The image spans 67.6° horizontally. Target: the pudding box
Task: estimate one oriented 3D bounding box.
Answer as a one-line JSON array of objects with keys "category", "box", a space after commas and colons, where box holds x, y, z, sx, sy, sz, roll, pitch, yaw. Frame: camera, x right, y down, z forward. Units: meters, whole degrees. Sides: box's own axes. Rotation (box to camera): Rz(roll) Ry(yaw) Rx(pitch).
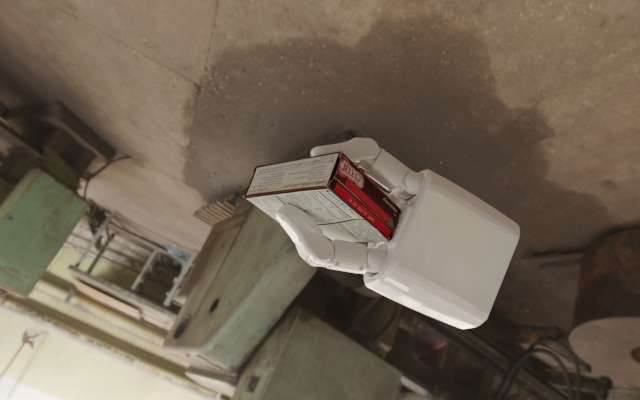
[{"category": "pudding box", "box": [0.000, 0.002, 0.424, 0.113, 0.039, 0.090, -7, -37, 43]}]
